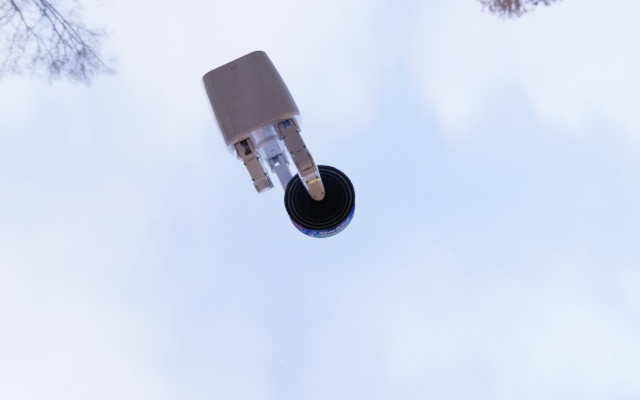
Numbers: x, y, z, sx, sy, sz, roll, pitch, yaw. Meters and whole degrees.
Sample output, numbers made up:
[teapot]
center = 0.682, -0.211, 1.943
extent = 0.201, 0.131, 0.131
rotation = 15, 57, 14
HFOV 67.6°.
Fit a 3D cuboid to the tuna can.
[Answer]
[tuna can]
center = 0.000, 0.002, 0.581
extent = 0.086, 0.086, 0.034
rotation = 0, -23, 5
